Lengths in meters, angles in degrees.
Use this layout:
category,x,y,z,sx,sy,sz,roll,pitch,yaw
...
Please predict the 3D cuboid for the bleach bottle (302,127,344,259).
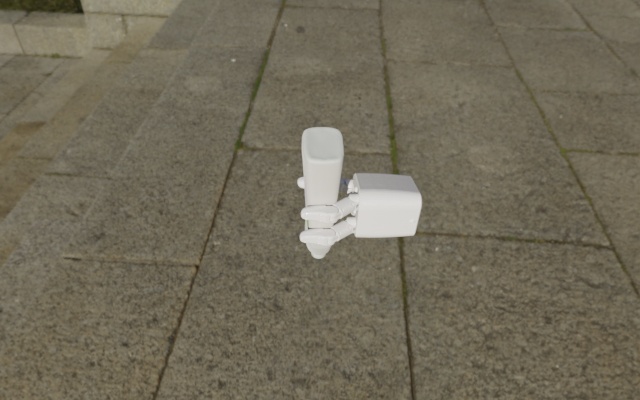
category,x,y,z,sx,sy,sz,roll,pitch,yaw
bleach bottle,0.000,0.003,0.840,0.068,0.251,0.102,0,42,-3
